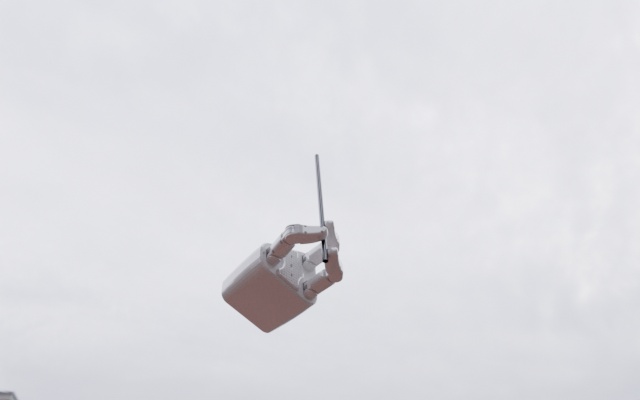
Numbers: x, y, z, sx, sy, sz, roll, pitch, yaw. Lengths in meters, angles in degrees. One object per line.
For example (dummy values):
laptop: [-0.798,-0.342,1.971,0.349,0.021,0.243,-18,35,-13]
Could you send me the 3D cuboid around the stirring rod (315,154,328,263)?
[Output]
stirring rod: [0.000,0.002,0.731,0.011,0.011,0.239,0,41,-4]
